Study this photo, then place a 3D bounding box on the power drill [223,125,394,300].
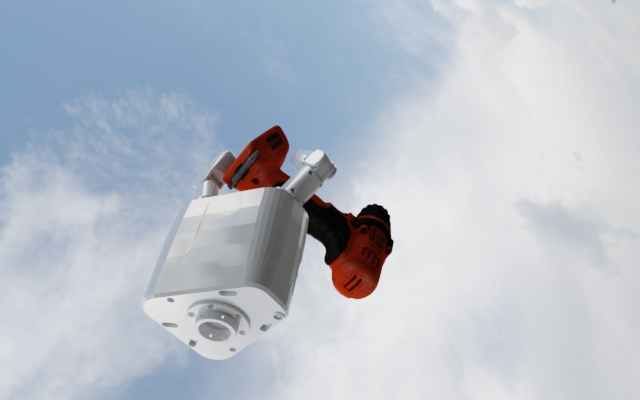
[{"bbox_3d":[0.000,0.002,0.515,0.187,0.057,0.184,40,21,-3],"label":"power drill"}]
